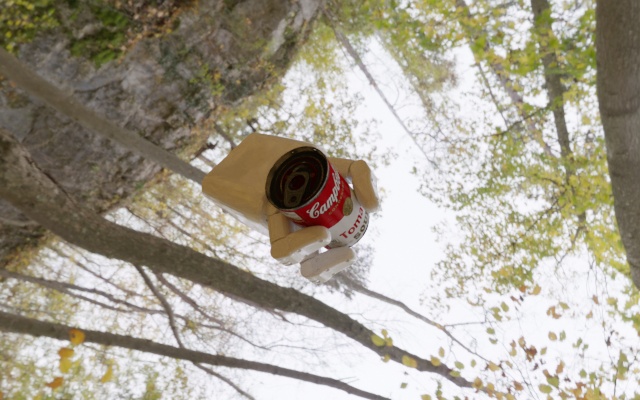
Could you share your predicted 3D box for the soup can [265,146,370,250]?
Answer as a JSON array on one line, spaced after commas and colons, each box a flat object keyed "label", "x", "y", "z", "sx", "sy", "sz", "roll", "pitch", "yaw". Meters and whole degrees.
[{"label": "soup can", "x": 0.001, "y": 0.002, "z": 0.479, "sx": 0.068, "sy": 0.068, "sz": 0.102, "roll": 0, "pitch": -27, "yaw": 31}]
